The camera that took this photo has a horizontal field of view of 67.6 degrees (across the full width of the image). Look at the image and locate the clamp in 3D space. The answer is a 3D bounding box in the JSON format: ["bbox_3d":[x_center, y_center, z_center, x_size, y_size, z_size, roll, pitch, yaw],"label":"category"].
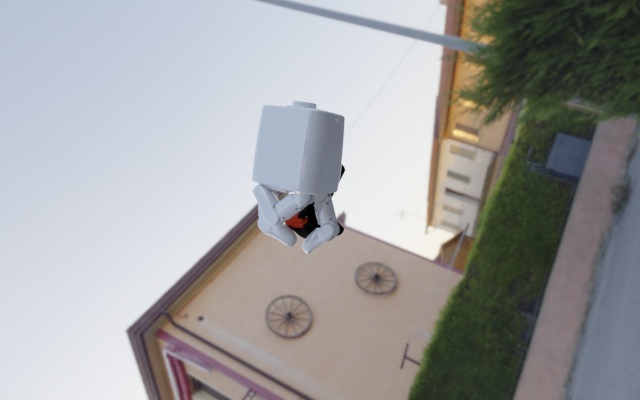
[{"bbox_3d":[-0.001,0.002,0.720,0.039,0.120,0.171,0,3,22],"label":"clamp"}]
